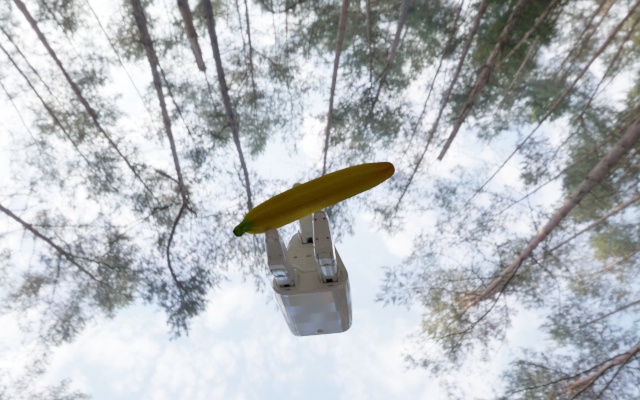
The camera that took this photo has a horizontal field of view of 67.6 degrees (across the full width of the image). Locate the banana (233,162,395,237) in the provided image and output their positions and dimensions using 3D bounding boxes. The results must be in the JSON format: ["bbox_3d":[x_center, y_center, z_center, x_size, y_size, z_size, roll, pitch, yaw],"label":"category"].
[{"bbox_3d":[-0.009,-0.001,0.556,0.198,0.037,0.069,-24,19,-12],"label":"banana"}]
